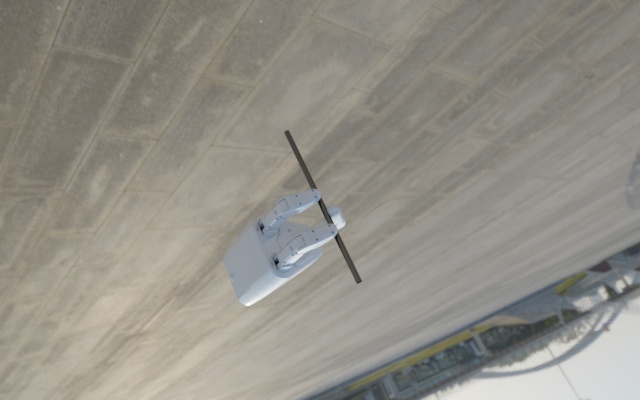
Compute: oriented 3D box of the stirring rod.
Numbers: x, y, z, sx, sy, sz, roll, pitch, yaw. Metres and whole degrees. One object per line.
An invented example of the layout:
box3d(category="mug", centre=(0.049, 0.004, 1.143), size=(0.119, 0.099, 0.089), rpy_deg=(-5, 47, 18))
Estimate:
box3d(category="stirring rod", centre=(0.000, 0.002, 0.644), size=(0.011, 0.239, 0.011), rpy_deg=(-22, -21, -9))
